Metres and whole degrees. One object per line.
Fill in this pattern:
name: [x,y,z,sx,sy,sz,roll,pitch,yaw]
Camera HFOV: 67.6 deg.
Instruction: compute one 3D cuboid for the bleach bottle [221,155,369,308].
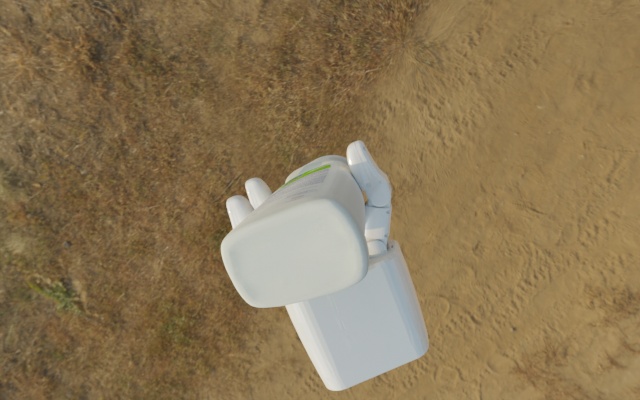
bleach bottle: [0.000,0.001,0.432,0.102,0.068,0.250,-19,13,15]
